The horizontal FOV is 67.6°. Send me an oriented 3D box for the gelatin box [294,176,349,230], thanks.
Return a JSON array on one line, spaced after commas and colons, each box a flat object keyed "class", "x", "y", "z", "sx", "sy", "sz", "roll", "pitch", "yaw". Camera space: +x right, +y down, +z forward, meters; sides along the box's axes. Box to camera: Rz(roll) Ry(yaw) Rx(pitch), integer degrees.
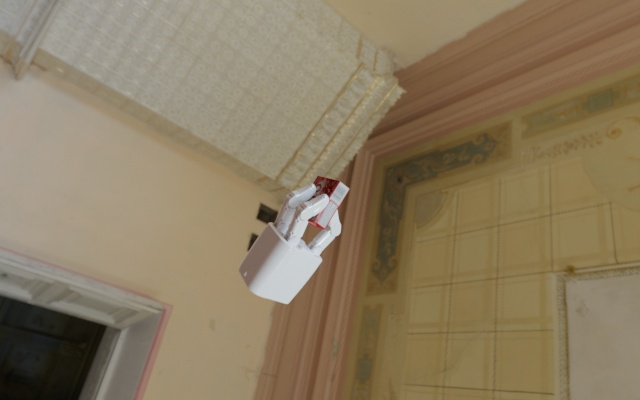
[{"class": "gelatin box", "x": 0.001, "y": 0.003, "z": 0.850, "sx": 0.030, "sy": 0.089, "sz": 0.073, "roll": 38, "pitch": -11, "yaw": -32}]
